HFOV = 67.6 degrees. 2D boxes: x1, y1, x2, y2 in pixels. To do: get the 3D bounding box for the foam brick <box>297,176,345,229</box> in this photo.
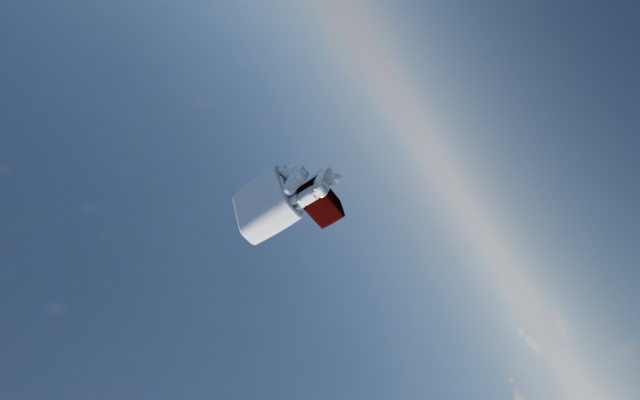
[{"bbox_3d":[0.000,0.003,0.878,0.051,0.078,0.053,-33,32,13],"label":"foam brick"}]
